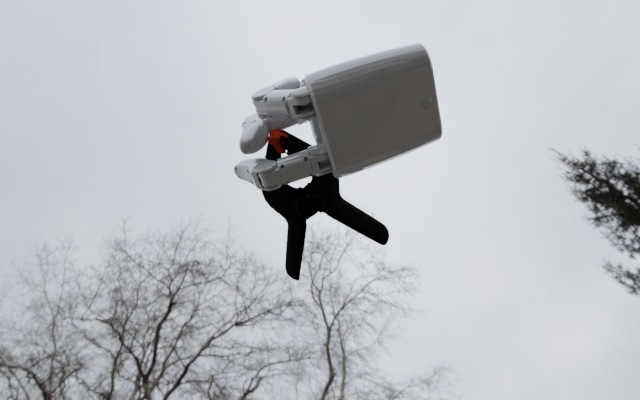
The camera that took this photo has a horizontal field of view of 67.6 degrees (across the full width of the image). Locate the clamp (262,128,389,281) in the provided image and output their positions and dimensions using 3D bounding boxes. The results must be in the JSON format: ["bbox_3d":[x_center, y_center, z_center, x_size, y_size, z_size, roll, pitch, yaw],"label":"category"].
[{"bbox_3d":[0.000,0.001,0.495,0.120,0.172,0.039,-18,30,-1],"label":"clamp"}]
